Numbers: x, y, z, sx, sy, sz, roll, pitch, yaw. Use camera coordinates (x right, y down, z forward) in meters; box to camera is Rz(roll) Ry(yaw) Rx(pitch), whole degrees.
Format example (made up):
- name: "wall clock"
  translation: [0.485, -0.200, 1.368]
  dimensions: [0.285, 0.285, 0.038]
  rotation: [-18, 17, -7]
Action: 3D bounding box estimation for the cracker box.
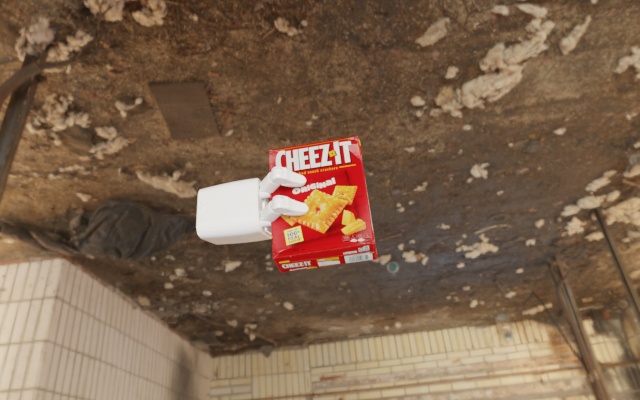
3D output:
- name: "cracker box"
  translation: [0.000, 0.003, 0.810]
  dimensions: [0.164, 0.213, 0.072]
  rotation: [-8, -30, 5]
